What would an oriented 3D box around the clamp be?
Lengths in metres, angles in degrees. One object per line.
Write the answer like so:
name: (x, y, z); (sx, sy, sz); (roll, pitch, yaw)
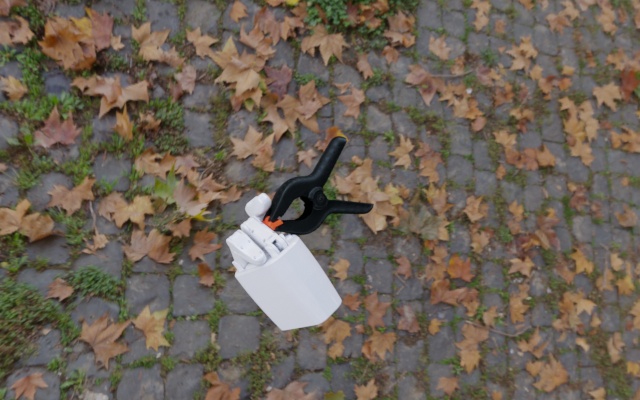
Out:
clamp: (0.000, 0.002, 0.663); (0.171, 0.120, 0.039); (-40, 13, -22)
